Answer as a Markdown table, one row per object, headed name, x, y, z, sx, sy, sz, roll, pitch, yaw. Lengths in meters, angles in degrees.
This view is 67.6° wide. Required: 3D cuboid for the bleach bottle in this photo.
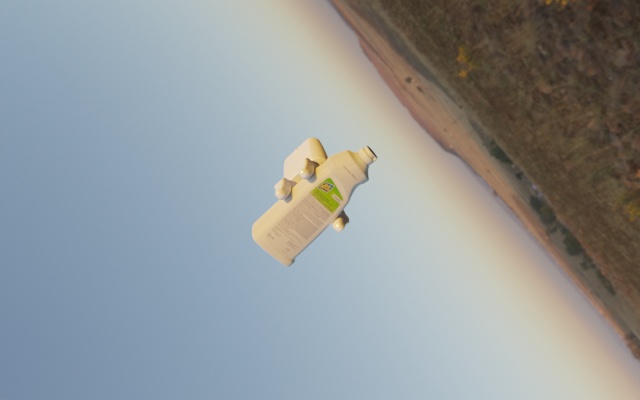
| name | x | y | z | sx | sy | sz | roll | pitch | yaw |
| --- | --- | --- | --- | --- | --- | --- | --- | --- | --- |
| bleach bottle | 0.000 | 0.003 | 0.830 | 0.102 | 0.251 | 0.068 | 42 | 17 | -25 |
